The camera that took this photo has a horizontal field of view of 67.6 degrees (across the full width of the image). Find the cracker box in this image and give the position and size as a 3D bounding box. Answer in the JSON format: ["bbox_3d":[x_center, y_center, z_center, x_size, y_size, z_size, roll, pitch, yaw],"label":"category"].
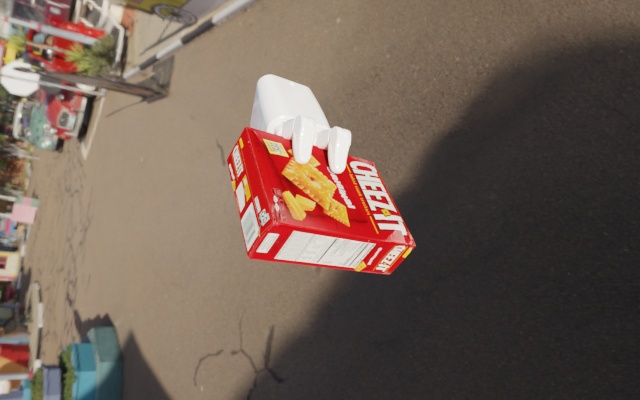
[{"bbox_3d":[0.000,0.002,0.615,0.214,0.164,0.072,11,-48,-33],"label":"cracker box"}]
